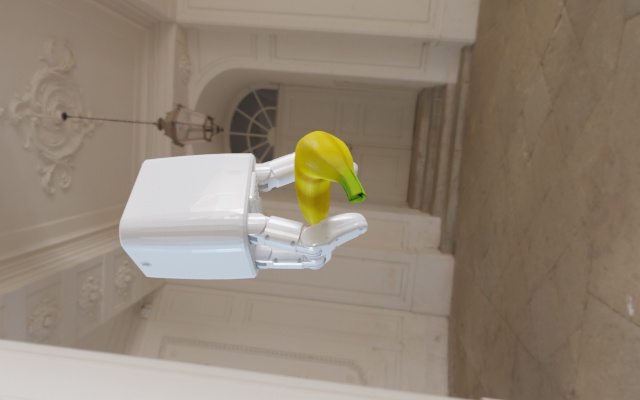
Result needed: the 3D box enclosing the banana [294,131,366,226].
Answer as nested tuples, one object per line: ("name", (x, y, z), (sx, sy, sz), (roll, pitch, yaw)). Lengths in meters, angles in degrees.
("banana", (-0.002, -0.017, 0.415), (0.037, 0.069, 0.198), (-8, -7, -8))
